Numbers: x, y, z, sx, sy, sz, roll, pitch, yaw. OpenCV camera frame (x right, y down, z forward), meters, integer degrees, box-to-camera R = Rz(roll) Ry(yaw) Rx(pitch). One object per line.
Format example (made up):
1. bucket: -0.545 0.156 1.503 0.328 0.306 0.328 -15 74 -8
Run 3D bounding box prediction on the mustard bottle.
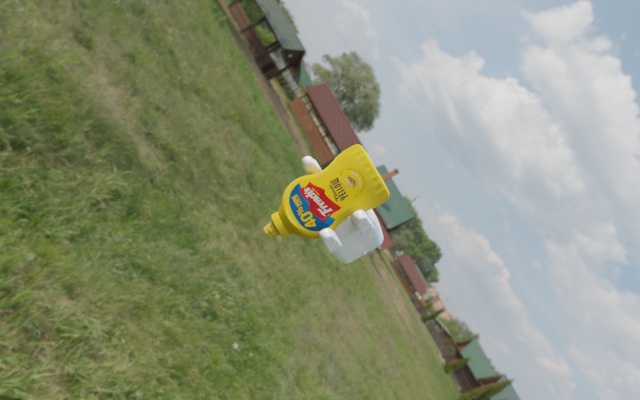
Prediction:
1. mustard bottle: 0.000 0.002 0.719 0.191 0.096 0.058 -30 -6 4
